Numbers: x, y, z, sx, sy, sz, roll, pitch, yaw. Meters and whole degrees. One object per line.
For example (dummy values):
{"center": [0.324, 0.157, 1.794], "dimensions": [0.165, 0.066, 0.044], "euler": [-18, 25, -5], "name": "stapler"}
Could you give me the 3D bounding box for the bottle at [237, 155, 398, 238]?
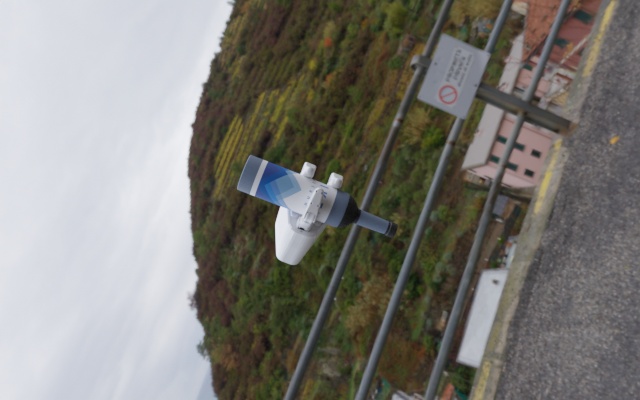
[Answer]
{"center": [0.000, 0.003, 0.864], "dimensions": [0.296, 0.069, 0.069], "euler": [21, -2, -6], "name": "bottle"}
